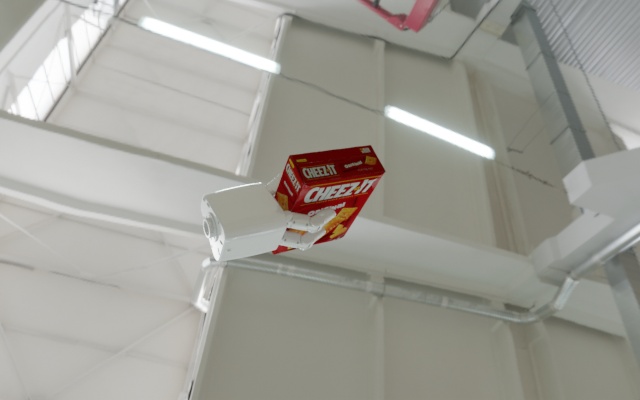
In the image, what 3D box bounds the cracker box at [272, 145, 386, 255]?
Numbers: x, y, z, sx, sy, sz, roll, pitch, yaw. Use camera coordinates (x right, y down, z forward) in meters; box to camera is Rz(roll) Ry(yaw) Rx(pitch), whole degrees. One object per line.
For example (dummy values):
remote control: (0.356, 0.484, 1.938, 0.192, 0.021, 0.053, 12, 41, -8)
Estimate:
cracker box: (0.000, 0.003, 0.865, 0.164, 0.072, 0.214, -11, -31, -29)
